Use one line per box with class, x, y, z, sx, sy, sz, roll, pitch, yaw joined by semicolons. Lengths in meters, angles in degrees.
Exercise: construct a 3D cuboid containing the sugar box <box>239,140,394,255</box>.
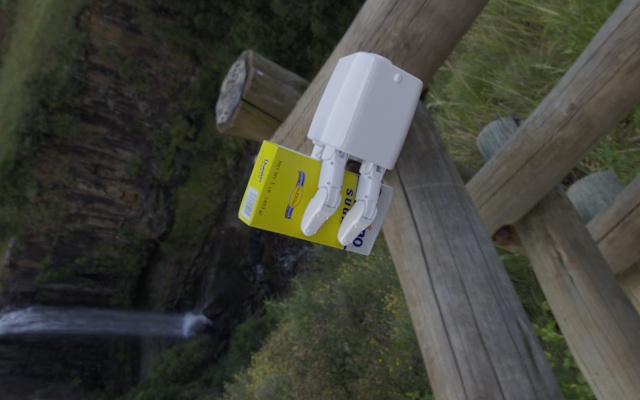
sugar box;0.000;0.002;0.564;0.176;0.093;0.048;17;8;-32
